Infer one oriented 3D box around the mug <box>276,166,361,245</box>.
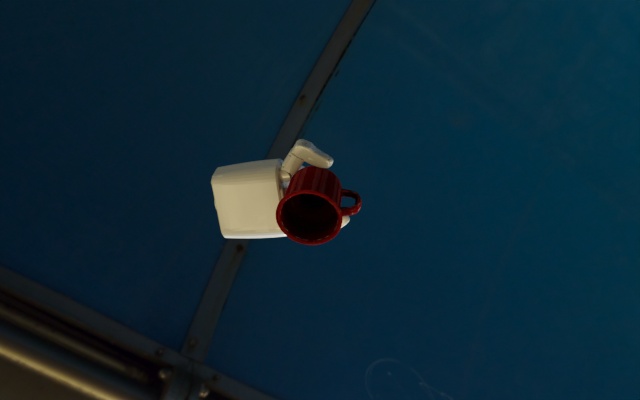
[{"bbox_3d":[0.002,0.002,0.686,0.117,0.093,0.081,-4,33,10],"label":"mug"}]
